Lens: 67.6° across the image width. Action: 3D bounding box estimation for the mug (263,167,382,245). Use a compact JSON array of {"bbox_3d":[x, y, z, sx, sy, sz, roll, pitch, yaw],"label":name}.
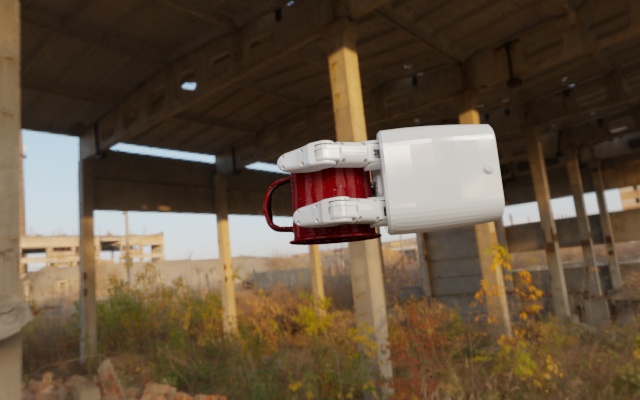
[{"bbox_3d":[-0.001,0.002,0.486,0.117,0.081,0.093,-5,-9,2],"label":"mug"}]
